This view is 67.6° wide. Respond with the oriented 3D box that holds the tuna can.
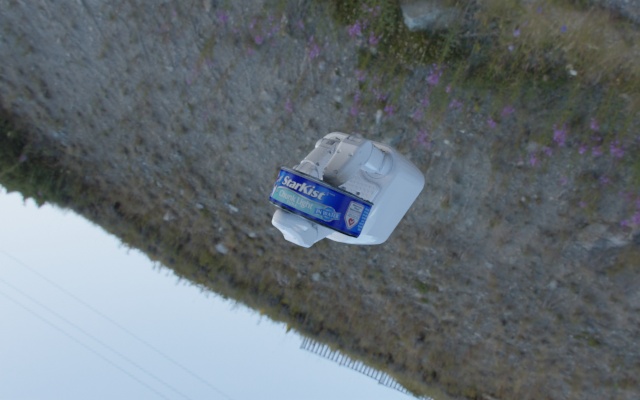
[{"bbox_3d":[0.000,0.002,0.409,0.086,0.034,0.086,23,0,0],"label":"tuna can"}]
